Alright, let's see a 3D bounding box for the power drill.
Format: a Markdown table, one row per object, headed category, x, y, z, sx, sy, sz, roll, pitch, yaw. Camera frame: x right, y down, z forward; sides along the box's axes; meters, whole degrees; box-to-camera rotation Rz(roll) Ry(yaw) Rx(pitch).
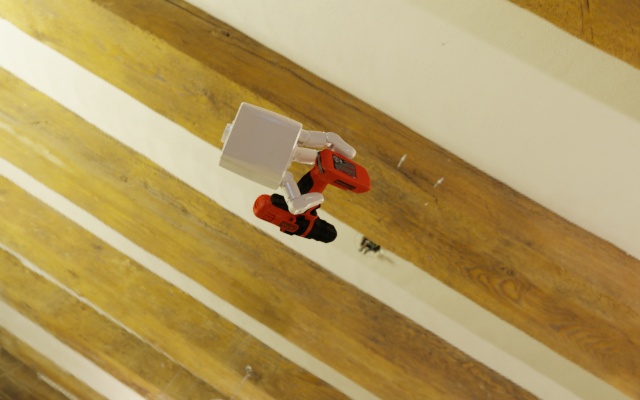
| category | x | y | z | sx | sy | sz | roll | pitch | yaw |
| --- | --- | --- | --- | --- | --- | --- | --- | --- | --- |
| power drill | 0.000 | 0.002 | 0.852 | 0.184 | 0.057 | 0.188 | 23 | -49 | -34 |
